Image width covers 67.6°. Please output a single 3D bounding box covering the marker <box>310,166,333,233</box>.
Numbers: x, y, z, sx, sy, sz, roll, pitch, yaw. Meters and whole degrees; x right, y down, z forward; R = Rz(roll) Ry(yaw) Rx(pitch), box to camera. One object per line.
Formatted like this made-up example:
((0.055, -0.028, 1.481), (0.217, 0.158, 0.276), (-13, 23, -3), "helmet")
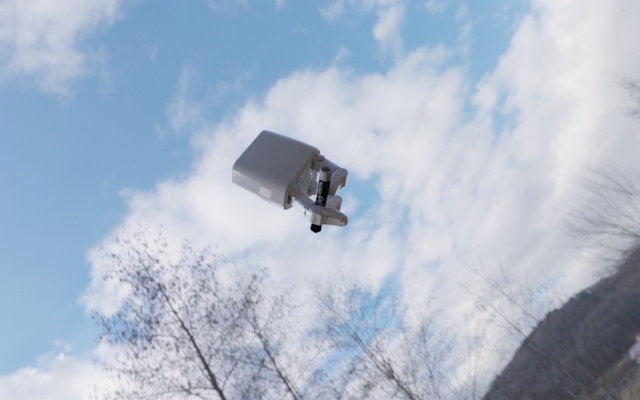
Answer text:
((0.000, 0.002, 0.726), (0.020, 0.121, 0.020), (6, 38, -5), "marker")
